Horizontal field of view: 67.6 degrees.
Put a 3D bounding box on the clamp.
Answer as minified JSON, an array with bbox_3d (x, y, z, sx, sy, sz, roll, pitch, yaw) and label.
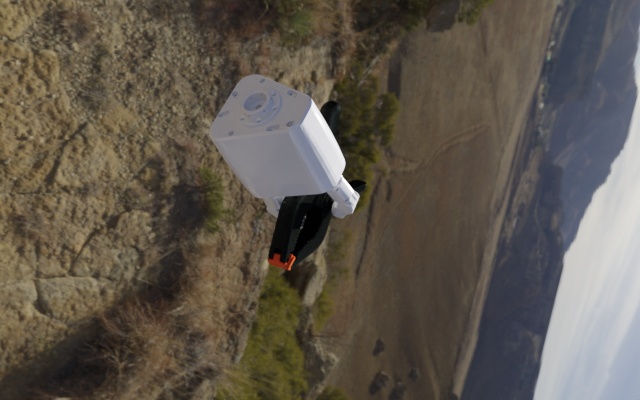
[{"bbox_3d":[0.000,0.002,0.616,0.036,0.210,0.165,11,-27,31],"label":"clamp"}]
